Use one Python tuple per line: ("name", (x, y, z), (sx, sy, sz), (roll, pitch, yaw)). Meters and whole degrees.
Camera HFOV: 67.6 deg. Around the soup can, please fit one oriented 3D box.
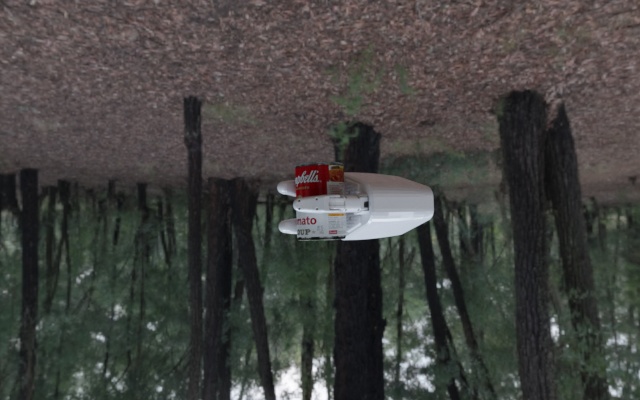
("soup can", (0.000, 0.002, 0.650), (0.068, 0.102, 0.068), (-2, -3, 0))
